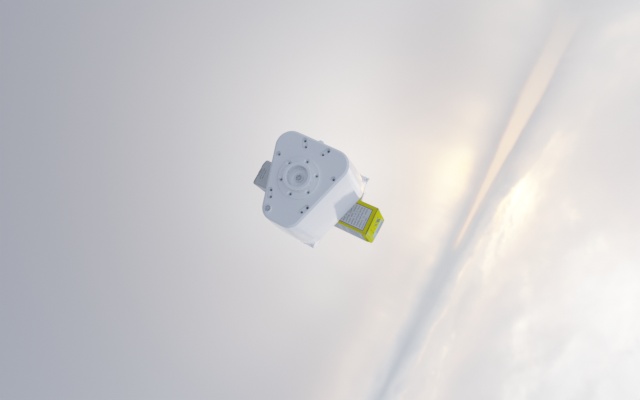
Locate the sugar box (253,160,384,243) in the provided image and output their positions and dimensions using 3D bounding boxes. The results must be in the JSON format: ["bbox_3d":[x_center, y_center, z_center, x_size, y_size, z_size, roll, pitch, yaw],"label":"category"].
[{"bbox_3d":[0.000,0.002,0.681,0.176,0.048,0.093,26,-6,16],"label":"sugar box"}]
